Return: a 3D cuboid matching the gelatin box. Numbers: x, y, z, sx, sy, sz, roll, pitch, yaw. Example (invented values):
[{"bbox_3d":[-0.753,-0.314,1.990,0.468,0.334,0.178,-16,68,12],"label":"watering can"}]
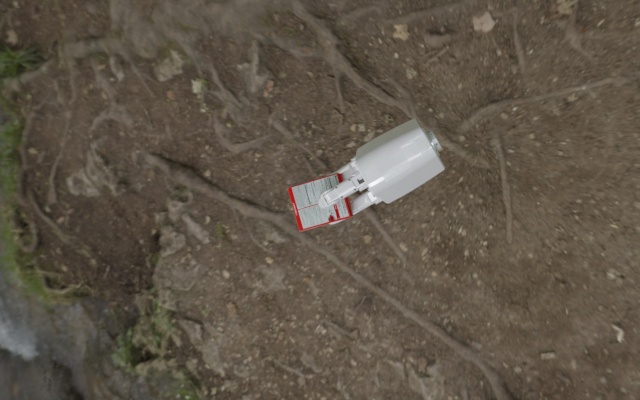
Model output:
[{"bbox_3d":[0.000,0.003,0.760,0.089,0.073,0.030,-16,-1,10],"label":"gelatin box"}]
